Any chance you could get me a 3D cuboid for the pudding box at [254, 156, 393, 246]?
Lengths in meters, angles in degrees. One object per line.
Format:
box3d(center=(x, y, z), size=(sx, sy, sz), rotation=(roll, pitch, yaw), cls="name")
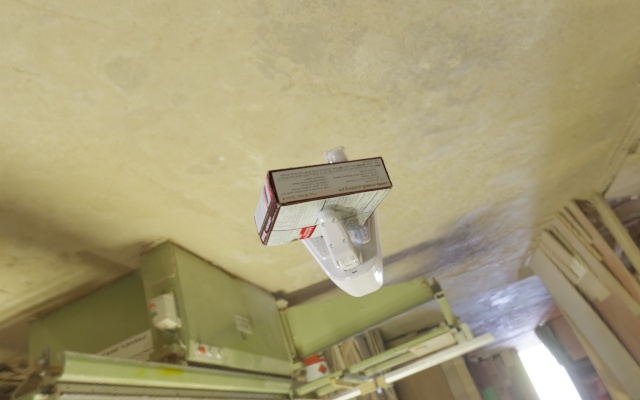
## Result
box3d(center=(0.000, 0.002, 0.452), size=(0.113, 0.039, 0.090), rotation=(-11, -25, -21), cls="pudding box")
